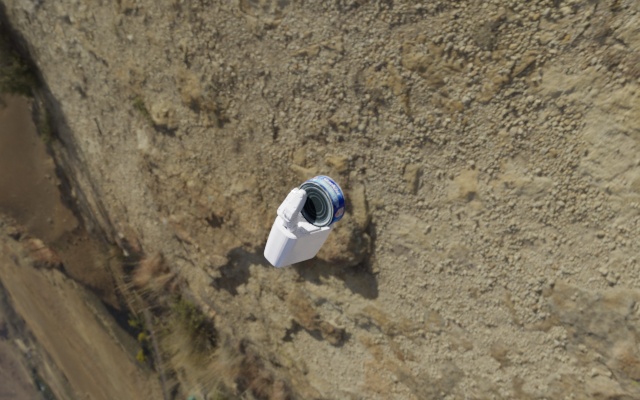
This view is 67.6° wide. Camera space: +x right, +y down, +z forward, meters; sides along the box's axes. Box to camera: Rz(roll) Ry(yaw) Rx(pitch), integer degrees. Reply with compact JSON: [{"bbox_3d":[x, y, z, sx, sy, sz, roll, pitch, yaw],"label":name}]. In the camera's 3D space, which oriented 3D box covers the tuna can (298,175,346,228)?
[{"bbox_3d":[0.000,0.003,0.817,0.086,0.086,0.033,0,19,44],"label":"tuna can"}]
